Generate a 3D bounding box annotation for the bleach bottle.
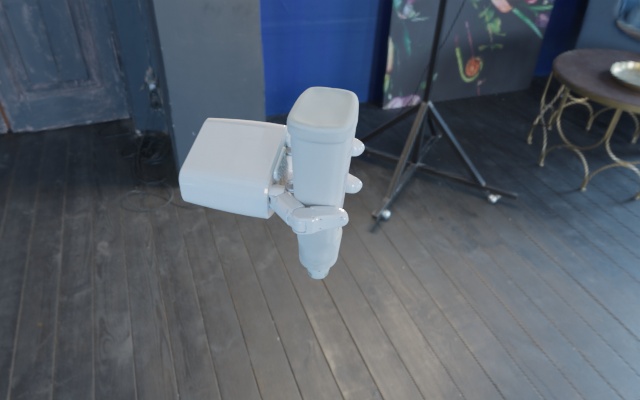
[{"bbox_3d":[0.000,0.002,0.564,0.068,0.251,0.102,9,38,7],"label":"bleach bottle"}]
